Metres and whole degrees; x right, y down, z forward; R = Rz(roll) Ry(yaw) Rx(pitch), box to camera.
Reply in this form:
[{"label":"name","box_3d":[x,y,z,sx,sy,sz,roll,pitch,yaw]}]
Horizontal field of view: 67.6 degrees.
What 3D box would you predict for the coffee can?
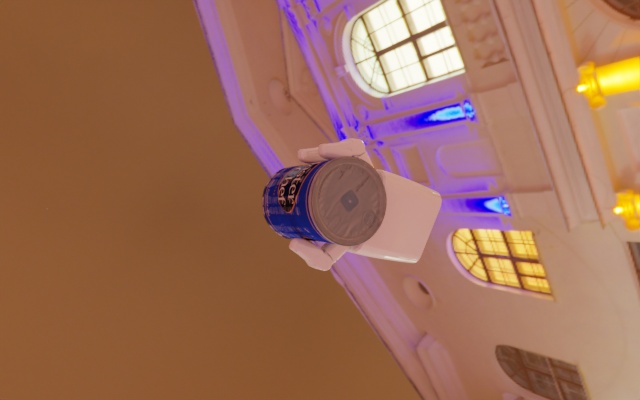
[{"label":"coffee can","box_3d":[0.000,0.002,0.601,0.103,0.103,0.140,0,-1,-30]}]
